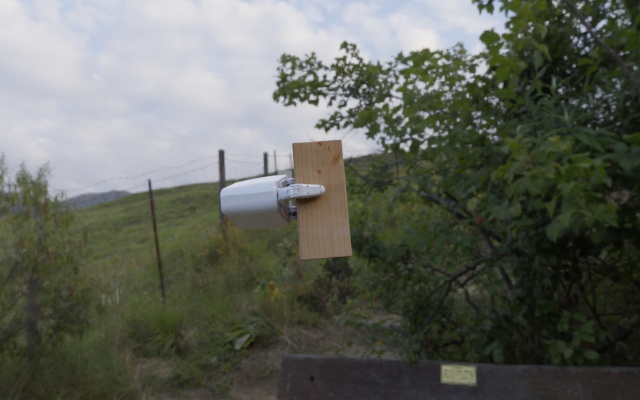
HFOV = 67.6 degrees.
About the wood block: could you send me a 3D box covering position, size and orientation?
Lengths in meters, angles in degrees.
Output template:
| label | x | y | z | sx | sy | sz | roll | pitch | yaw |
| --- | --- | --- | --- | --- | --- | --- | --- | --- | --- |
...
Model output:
| label | x | y | z | sx | sy | sz | roll | pitch | yaw |
| --- | --- | --- | --- | --- | --- | --- | --- | --- | --- |
| wood block | 0.000 | 0.003 | 0.869 | 0.090 | 0.206 | 0.091 | -4 | -7 | -3 |
